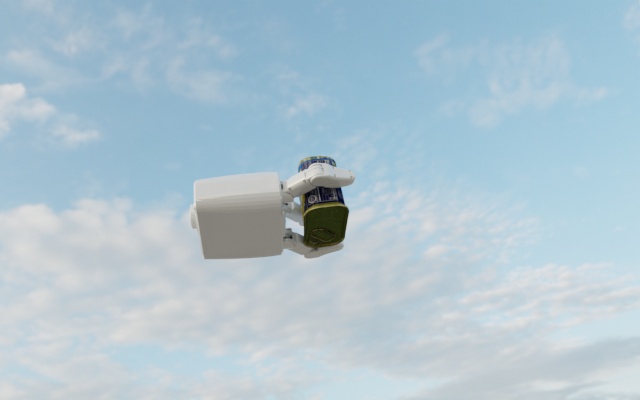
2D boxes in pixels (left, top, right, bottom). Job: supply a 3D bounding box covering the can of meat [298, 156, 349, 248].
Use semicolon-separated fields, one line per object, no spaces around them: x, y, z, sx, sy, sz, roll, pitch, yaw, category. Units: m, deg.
0.000;0.002;0.641;0.057;0.084;0.102;-6;-34;-7;can of meat
